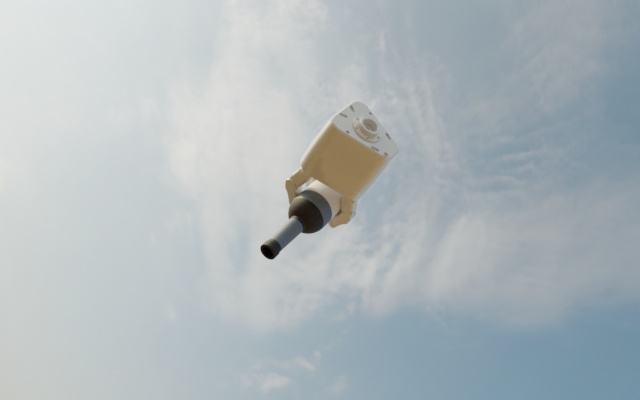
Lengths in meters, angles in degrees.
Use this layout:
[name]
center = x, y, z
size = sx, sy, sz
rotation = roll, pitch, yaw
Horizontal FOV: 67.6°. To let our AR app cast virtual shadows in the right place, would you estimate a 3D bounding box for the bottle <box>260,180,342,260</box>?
[bottle]
center = 0.000, 0.003, 0.796
size = 0.069, 0.069, 0.295
rotation = 0, 30, 37
